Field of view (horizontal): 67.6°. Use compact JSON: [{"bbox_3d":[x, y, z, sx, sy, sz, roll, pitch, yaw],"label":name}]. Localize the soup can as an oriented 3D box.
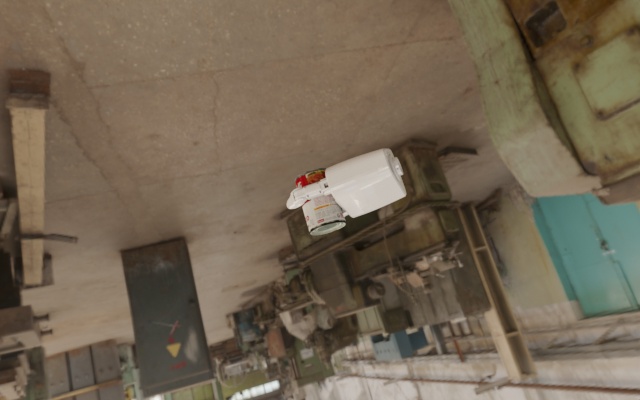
[{"bbox_3d":[0.000,0.003,0.844,0.068,0.102,0.068,-15,-16,-4],"label":"soup can"}]
